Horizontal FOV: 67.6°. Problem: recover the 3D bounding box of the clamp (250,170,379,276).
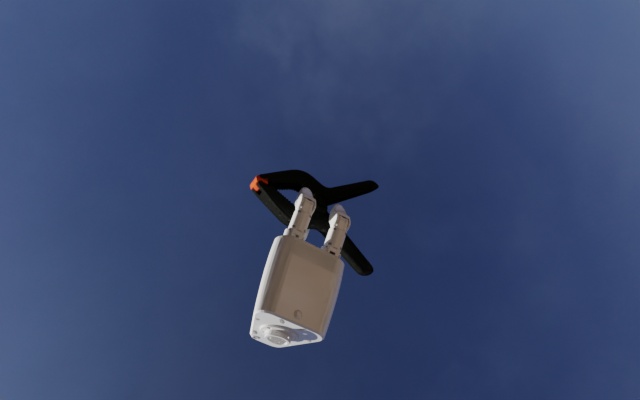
[{"bbox_3d":[-0.001,0.003,0.711,0.210,0.164,0.036,27,-38,-15],"label":"clamp"}]
